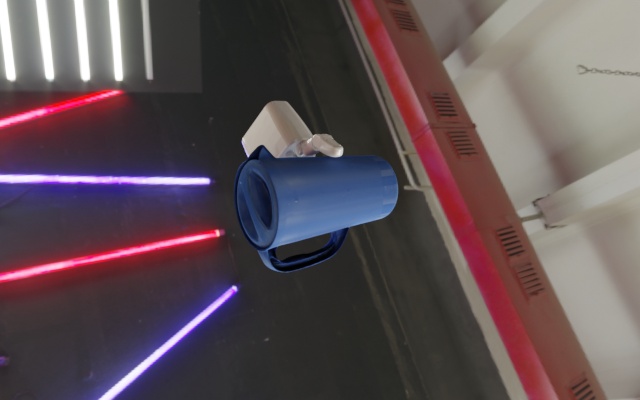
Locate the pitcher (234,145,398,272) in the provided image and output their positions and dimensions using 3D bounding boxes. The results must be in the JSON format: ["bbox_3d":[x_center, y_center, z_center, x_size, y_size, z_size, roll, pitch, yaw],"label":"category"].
[{"bbox_3d":[0.000,0.002,0.740,0.243,0.145,0.149,-8,-39,-34],"label":"pitcher"}]
